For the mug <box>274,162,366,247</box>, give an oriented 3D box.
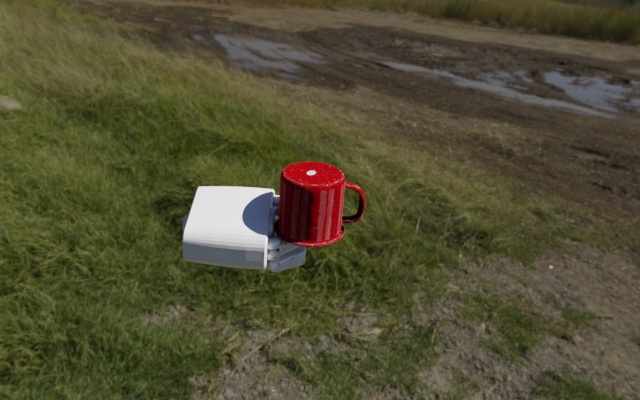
[{"bbox_3d":[0.002,0.002,0.611,0.117,0.081,0.093,3,26,-3],"label":"mug"}]
